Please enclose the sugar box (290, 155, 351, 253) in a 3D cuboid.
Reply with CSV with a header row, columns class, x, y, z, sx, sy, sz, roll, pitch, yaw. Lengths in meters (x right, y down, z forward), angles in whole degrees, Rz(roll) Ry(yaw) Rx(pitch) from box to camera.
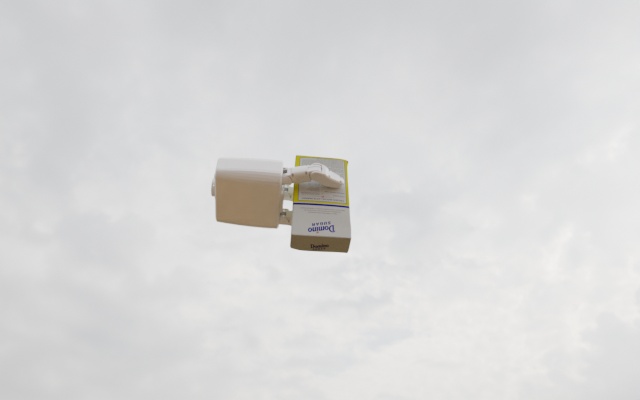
class,x,y,z,sx,sy,sz,roll,pitch,yaw
sugar box,0.000,0.003,0.780,0.093,0.176,0.048,4,-40,-3
